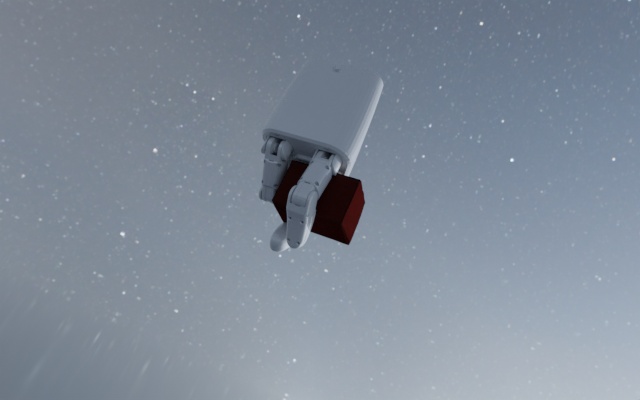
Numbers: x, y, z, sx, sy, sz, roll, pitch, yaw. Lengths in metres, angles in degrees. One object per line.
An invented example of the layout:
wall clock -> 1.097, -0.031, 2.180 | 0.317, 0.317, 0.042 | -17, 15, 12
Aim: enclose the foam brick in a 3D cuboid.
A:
foam brick -> 0.000, 0.002, 0.482 | 0.078, 0.051, 0.053 | 18, -23, 19
